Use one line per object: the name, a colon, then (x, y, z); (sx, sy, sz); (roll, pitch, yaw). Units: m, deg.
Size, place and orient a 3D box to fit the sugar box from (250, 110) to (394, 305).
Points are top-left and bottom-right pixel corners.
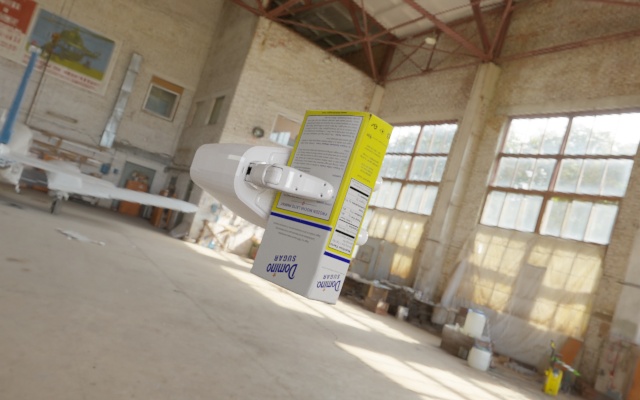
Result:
sugar box: (0.000, 0.002, 0.461); (0.048, 0.176, 0.093); (21, -5, -42)
